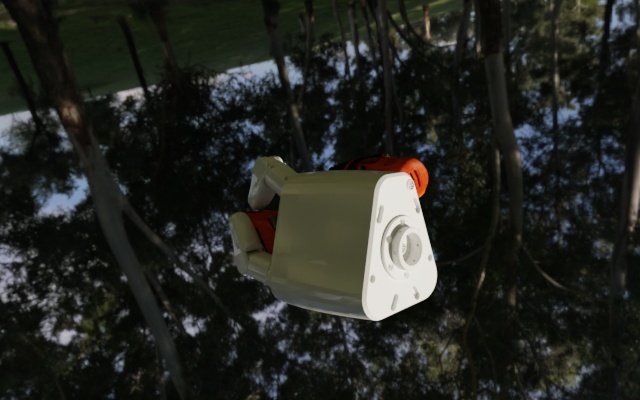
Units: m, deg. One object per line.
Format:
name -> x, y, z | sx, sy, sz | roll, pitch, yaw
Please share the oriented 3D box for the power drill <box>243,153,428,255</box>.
power drill -> 0.000, 0.002, 0.534 | 0.187, 0.057, 0.184 | -28, 12, -22
